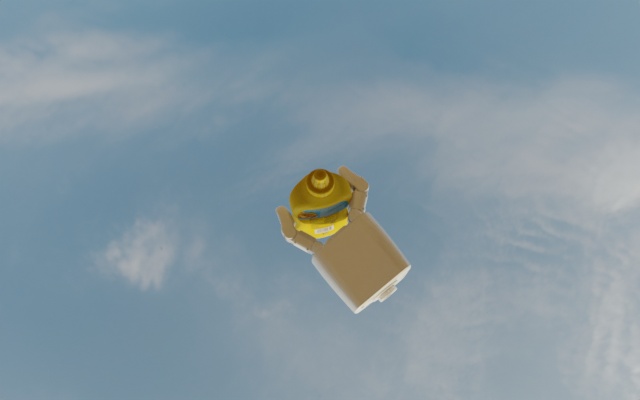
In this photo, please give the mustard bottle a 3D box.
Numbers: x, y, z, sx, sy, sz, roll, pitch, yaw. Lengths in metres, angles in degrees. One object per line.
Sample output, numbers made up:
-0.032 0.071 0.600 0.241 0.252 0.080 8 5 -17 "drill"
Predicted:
0.000 0.002 0.744 0.096 0.058 0.192 -13 -22 -5 "mustard bottle"
